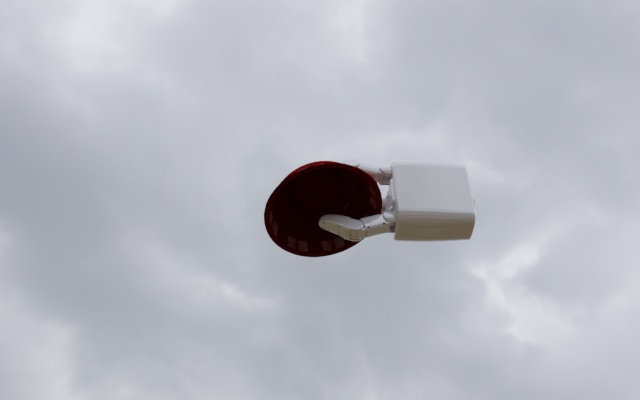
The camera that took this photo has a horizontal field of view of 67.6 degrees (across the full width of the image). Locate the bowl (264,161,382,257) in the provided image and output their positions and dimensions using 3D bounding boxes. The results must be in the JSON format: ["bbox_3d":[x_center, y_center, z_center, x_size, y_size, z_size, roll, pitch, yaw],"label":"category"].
[{"bbox_3d":[-0.001,0.002,0.655,0.162,0.162,0.055,0,38,-15],"label":"bowl"}]
